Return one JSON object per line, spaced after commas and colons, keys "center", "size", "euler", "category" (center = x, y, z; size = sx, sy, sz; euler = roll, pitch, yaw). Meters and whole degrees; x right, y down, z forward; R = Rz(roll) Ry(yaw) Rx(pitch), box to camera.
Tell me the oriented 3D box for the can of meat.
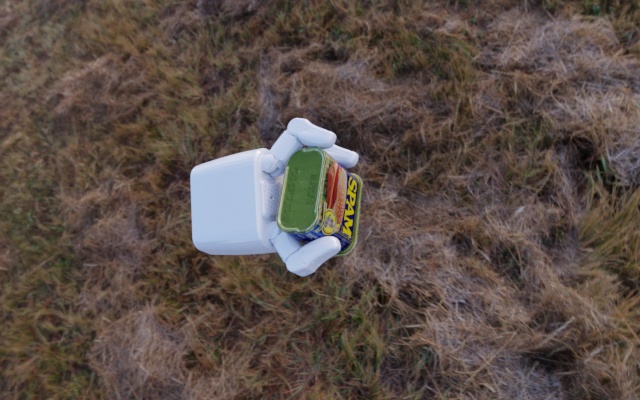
{"center": [0.000, 0.002, 0.528], "size": [0.057, 0.102, 0.084], "euler": [-5, -23, 31], "category": "can of meat"}
